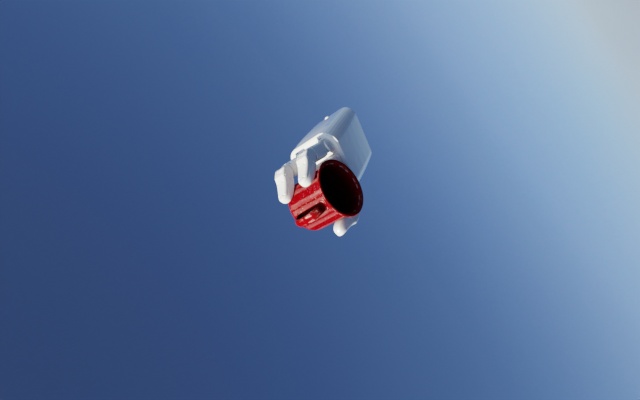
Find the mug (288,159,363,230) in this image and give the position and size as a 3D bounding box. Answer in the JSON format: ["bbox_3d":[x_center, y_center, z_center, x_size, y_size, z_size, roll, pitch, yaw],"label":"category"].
[{"bbox_3d":[-0.001,0.003,0.722,0.081,0.093,0.117,-30,17,40],"label":"mug"}]
